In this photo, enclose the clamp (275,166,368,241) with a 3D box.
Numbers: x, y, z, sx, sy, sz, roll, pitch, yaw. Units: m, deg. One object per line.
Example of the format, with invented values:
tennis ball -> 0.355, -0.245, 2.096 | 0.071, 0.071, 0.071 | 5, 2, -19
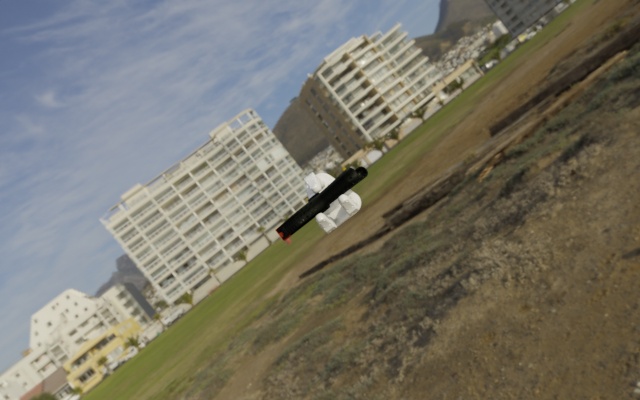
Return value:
clamp -> -0.001, 0.003, 0.888 | 0.210, 0.036, 0.164 | -38, -5, 6
